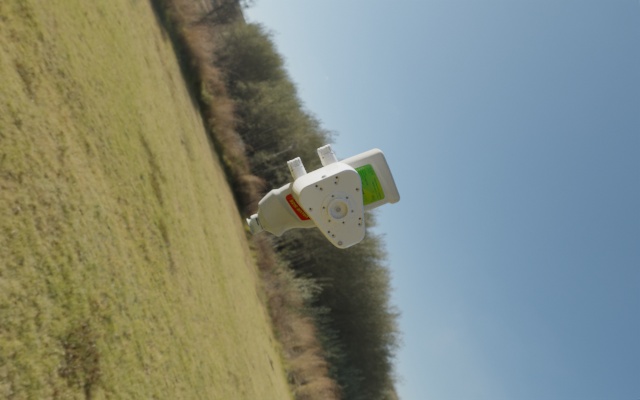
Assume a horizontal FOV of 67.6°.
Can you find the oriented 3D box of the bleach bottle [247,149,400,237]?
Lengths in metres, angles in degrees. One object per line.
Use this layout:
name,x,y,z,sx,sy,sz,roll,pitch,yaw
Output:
bleach bottle,0.000,0.003,0.808,0.251,0.102,0.068,-23,10,-3
